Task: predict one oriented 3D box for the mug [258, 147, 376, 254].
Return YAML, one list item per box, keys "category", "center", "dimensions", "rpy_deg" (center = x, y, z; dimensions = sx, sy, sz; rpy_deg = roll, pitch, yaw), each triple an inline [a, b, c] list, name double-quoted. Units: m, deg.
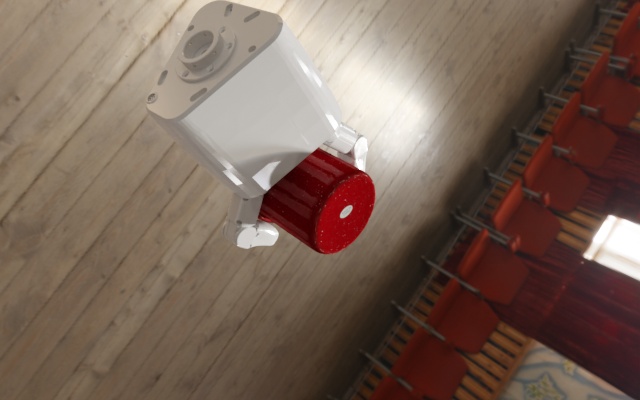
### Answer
- category: "mug"
  center: [0.001, 0.002, 0.445]
  dimensions: [0.081, 0.093, 0.117]
  rpy_deg: [31, -9, 36]
